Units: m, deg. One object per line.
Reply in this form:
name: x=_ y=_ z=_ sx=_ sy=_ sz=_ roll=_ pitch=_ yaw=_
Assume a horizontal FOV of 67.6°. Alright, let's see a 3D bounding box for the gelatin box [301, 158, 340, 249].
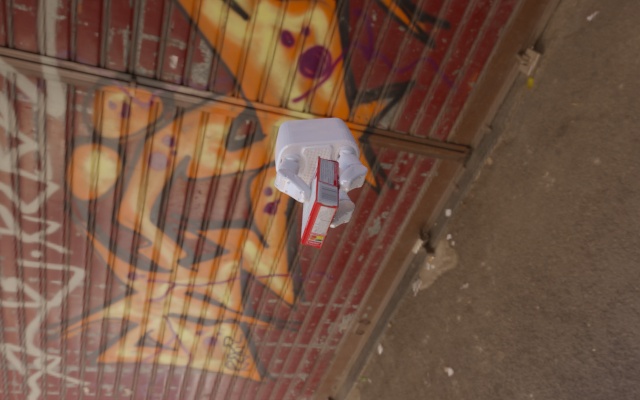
gelatin box: x=0.000 y=0.002 z=0.591 sx=0.030 sy=0.073 sz=0.089 roll=13 pitch=40 yaw=-9
